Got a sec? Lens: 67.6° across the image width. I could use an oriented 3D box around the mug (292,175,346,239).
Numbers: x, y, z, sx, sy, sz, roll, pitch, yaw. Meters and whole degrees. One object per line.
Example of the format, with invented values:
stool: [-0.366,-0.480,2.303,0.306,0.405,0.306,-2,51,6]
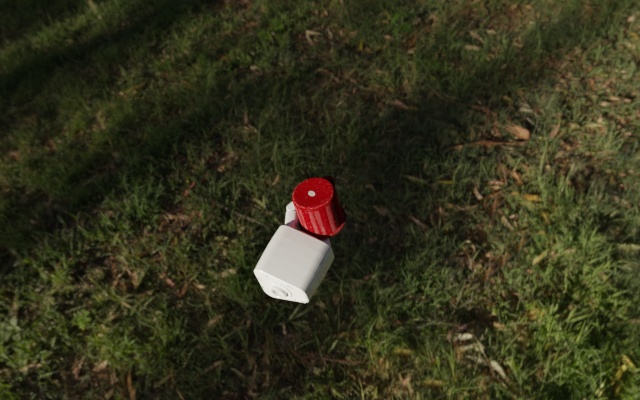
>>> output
mug: [0.001,0.002,0.895,0.093,0.117,0.082,12,-37,25]
